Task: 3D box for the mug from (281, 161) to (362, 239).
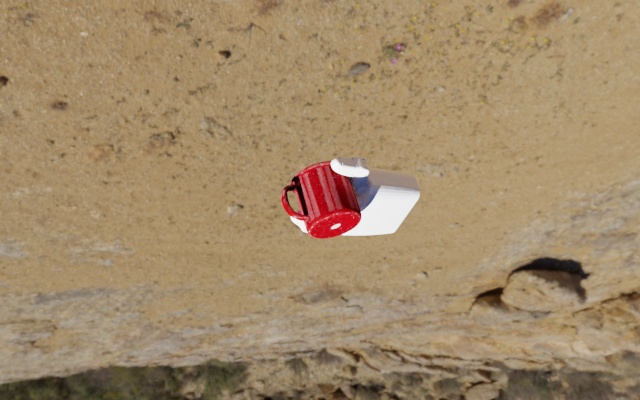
[{"bbox_3d":[-0.001,0.002,0.680,0.117,0.081,0.093,0,-32,-31],"label":"mug"}]
